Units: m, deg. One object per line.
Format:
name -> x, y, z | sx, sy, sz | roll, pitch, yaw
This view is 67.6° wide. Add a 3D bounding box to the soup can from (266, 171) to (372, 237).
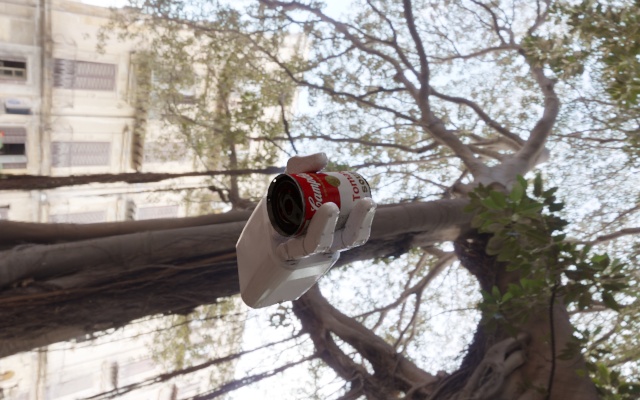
soup can -> 0.000, 0.001, 0.538 | 0.102, 0.068, 0.068 | -5, 3, -39
